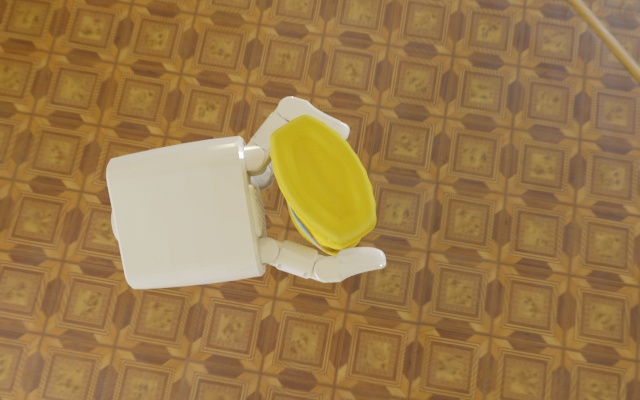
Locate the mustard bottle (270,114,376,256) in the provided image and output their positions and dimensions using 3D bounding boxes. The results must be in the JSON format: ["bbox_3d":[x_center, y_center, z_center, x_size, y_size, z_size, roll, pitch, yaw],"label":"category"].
[{"bbox_3d":[0.000,0.001,0.415,0.058,0.096,0.192,-33,-9,-7],"label":"mustard bottle"}]
